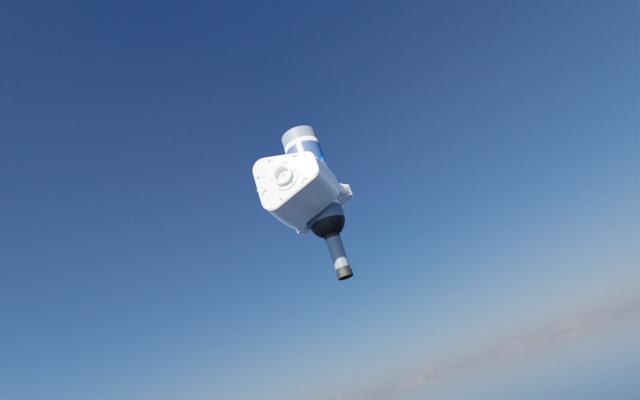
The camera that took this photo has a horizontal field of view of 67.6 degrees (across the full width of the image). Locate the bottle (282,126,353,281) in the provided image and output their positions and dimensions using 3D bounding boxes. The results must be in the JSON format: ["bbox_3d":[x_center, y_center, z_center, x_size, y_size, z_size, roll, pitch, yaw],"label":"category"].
[{"bbox_3d":[0.000,0.003,0.868,0.069,0.295,0.069,-16,-23,-7],"label":"bottle"}]
